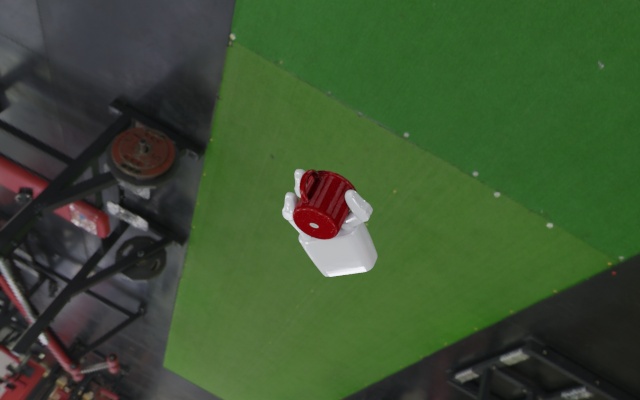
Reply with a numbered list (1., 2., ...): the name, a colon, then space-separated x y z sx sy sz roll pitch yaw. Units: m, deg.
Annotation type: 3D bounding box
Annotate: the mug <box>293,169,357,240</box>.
1. mug: 0.000 0.002 0.783 0.093 0.081 0.117 -1 -44 33
